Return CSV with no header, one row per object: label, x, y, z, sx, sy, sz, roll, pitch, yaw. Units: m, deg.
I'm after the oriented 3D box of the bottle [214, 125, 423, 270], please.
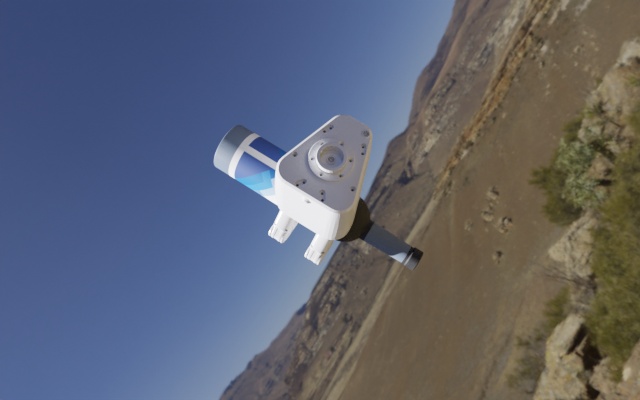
bottle,0.000,0.002,0.628,0.295,0.069,0.069,31,4,7
